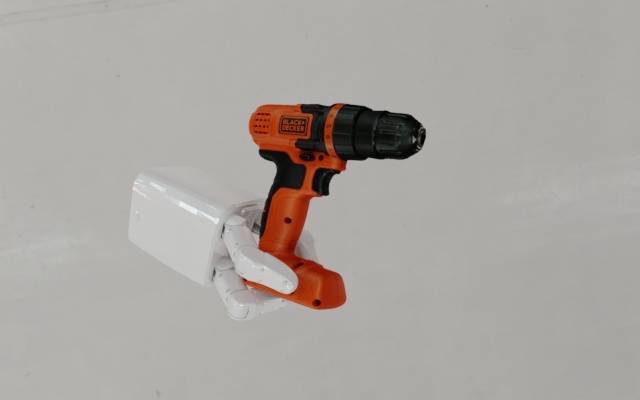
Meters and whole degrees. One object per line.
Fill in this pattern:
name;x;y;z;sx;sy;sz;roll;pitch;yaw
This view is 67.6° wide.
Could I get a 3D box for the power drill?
power drill;0.000;0.002;0.451;0.184;0.187;0.057;11;1;35
